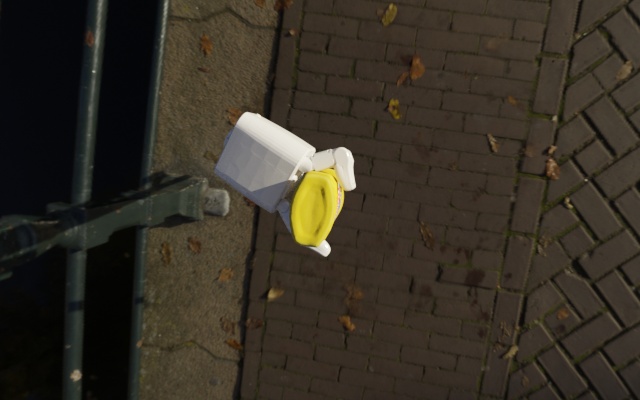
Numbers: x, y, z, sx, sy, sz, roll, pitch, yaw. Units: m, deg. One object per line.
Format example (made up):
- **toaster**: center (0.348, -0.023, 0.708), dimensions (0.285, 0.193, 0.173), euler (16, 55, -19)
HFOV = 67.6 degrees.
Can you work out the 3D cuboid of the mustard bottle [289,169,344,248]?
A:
- **mustard bottle**: center (0.000, 0.002, 0.690), dimensions (0.058, 0.096, 0.191), euler (8, 8, 6)
